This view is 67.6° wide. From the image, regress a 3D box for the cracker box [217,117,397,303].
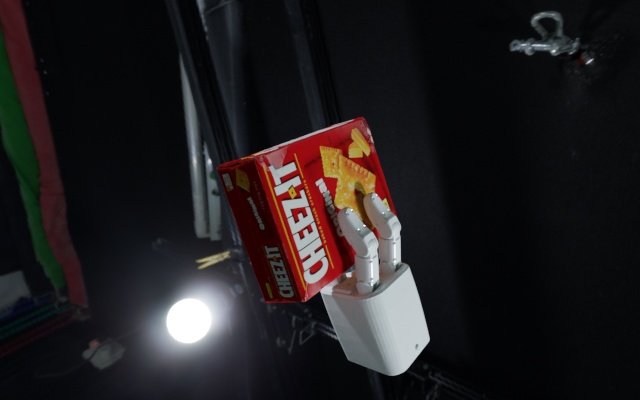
[{"bbox_3d":[0.000,0.002,0.580,0.072,0.164,0.213,-11,12,41],"label":"cracker box"}]
